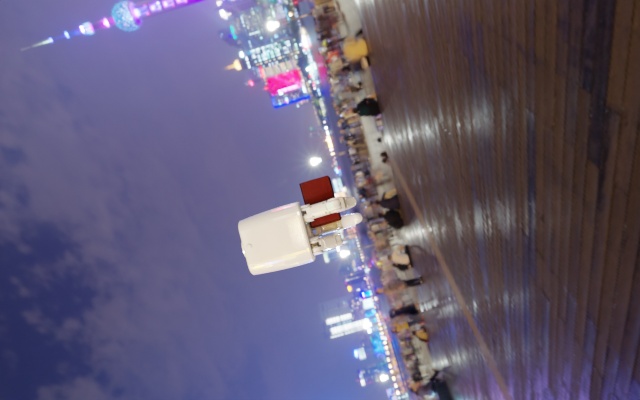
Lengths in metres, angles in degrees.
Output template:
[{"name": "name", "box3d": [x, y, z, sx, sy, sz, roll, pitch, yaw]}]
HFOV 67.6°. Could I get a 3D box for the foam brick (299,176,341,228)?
[{"name": "foam brick", "box3d": [0.000, 0.002, 0.805, 0.051, 0.078, 0.053, -16, -5, 4]}]
